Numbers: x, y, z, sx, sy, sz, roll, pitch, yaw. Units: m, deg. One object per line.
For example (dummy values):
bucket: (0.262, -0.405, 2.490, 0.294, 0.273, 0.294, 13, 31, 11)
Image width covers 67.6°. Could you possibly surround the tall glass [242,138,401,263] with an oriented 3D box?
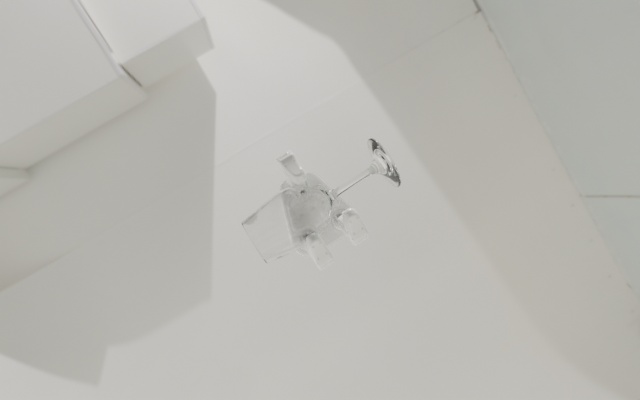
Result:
tall glass: (0.001, 0.002, 0.617, 0.201, 0.079, 0.079, -32, 4, -7)
